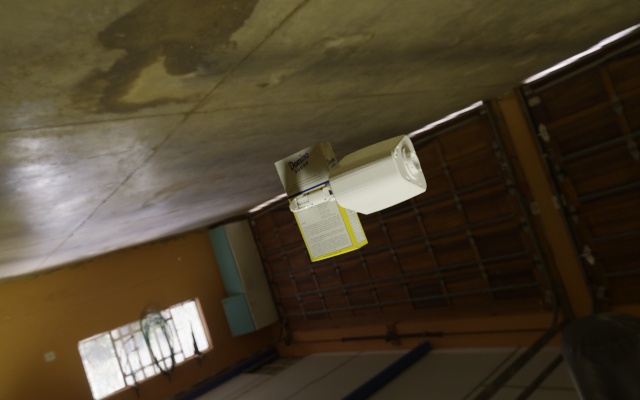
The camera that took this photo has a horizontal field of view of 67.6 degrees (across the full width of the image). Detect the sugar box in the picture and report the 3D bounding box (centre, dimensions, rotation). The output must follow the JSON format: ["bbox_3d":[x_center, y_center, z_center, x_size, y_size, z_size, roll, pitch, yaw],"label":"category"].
[{"bbox_3d":[0.001,0.003,0.770,0.093,0.176,0.048,-21,-4,29],"label":"sugar box"}]
